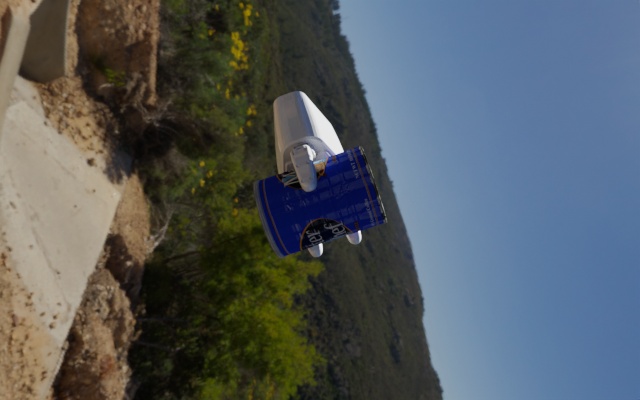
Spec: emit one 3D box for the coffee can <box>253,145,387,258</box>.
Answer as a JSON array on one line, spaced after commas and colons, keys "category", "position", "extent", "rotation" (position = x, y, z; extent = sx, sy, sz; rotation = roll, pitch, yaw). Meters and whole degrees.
[{"category": "coffee can", "position": [0.000, 0.002, 0.598], "extent": [0.140, 0.103, 0.103], "rotation": [-19, -1, 4]}]
